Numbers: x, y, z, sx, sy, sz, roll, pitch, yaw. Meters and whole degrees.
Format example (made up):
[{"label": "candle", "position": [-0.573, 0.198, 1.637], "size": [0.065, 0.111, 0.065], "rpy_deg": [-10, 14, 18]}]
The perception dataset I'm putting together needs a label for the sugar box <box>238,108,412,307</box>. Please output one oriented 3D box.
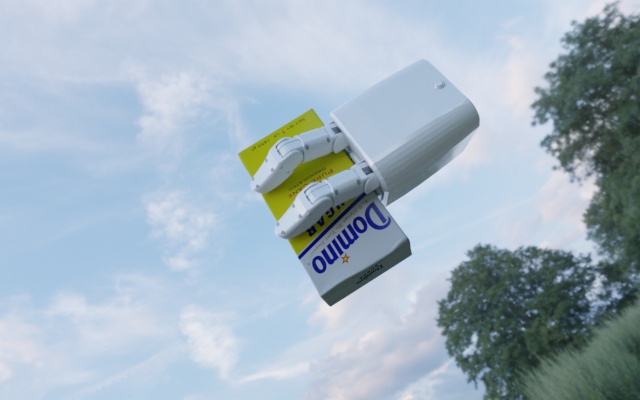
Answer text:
[{"label": "sugar box", "position": [0.000, 0.001, 0.458], "size": [0.093, 0.176, 0.048], "rpy_deg": [-33, -30, -3]}]
